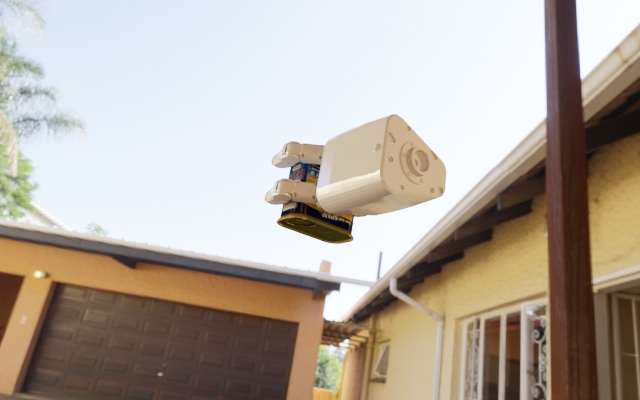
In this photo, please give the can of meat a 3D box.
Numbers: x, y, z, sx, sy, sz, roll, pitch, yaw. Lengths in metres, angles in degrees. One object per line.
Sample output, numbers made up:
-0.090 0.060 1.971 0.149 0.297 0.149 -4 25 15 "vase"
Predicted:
0.000 0.002 0.629 0.102 0.084 0.057 22 -23 -30 "can of meat"
